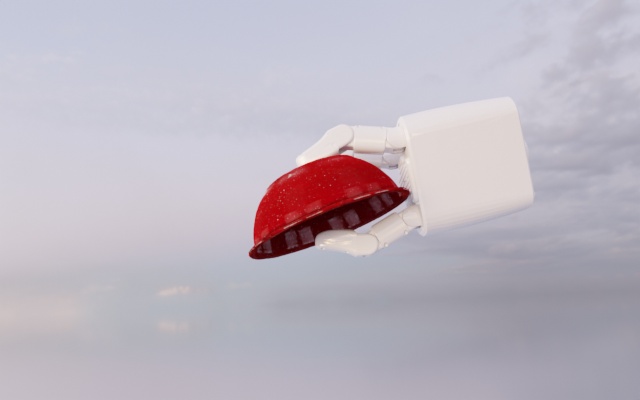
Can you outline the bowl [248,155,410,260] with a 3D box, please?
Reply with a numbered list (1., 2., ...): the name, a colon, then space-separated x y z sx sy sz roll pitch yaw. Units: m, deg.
1. bowl: -0.001 0.002 0.455 0.162 0.055 0.162 -21 -13 -5
